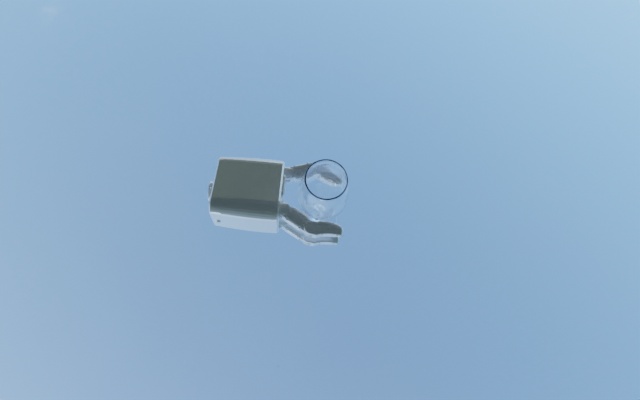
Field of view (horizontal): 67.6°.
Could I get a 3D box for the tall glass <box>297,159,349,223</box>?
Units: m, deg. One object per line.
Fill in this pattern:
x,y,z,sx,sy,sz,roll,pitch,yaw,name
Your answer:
0.000,0.003,0.761,0.079,0.079,0.201,0,-19,-5,tall glass
